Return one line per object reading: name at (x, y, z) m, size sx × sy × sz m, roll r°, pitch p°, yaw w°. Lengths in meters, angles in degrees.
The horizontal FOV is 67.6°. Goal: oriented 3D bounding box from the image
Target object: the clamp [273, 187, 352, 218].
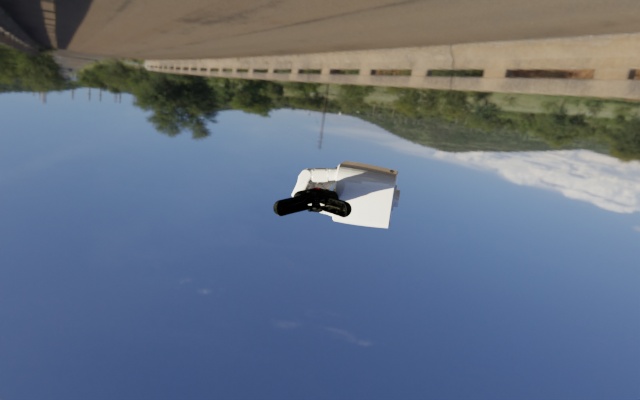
clamp at (0.000, 0.003, 0.801) m, size 0.120 × 0.039 × 0.171 m, roll 8°, pitch 13°, yaw 10°
